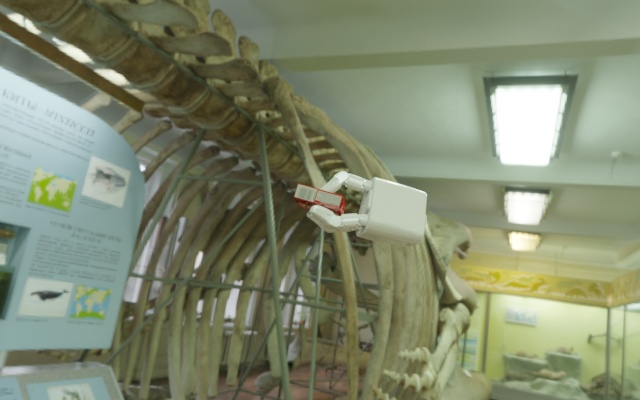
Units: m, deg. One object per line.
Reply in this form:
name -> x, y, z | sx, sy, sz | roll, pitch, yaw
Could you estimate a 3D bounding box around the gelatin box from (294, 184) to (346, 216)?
gelatin box -> 0.000, 0.002, 0.880 | 0.089, 0.030, 0.073 | 16, -12, 8
